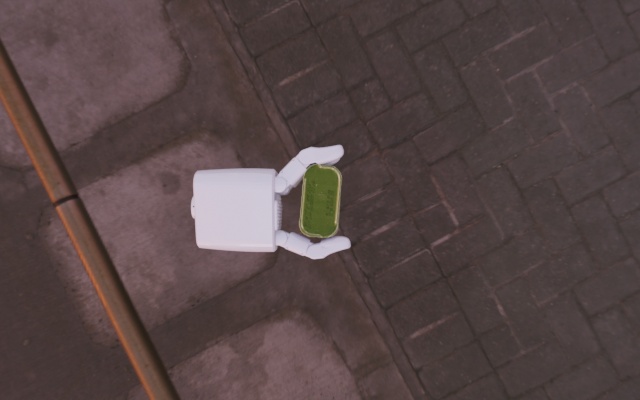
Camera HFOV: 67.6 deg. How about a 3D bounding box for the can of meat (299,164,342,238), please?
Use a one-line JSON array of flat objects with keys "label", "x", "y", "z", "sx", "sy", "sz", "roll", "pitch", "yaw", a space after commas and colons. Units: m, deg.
[{"label": "can of meat", "x": 0.000, "y": 0.002, "z": 0.660, "sx": 0.057, "sy": 0.102, "sz": 0.084, "roll": 4, "pitch": -2, "yaw": 1}]
